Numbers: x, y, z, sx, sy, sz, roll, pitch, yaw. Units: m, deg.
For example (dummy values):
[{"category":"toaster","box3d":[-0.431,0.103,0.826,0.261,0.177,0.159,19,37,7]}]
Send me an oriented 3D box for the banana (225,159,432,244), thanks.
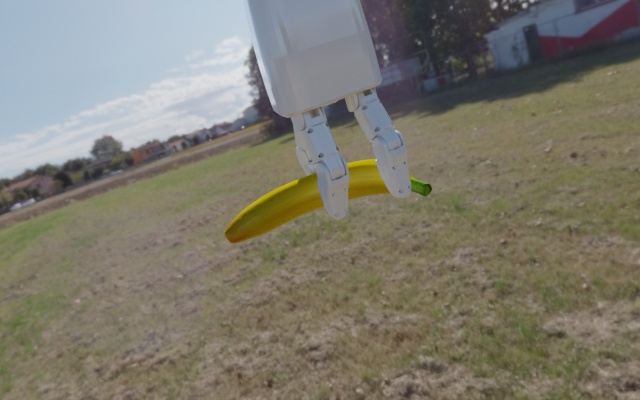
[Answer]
[{"category":"banana","box3d":[0.002,-0.006,0.468,0.198,0.037,0.069,-16,20,3]}]
